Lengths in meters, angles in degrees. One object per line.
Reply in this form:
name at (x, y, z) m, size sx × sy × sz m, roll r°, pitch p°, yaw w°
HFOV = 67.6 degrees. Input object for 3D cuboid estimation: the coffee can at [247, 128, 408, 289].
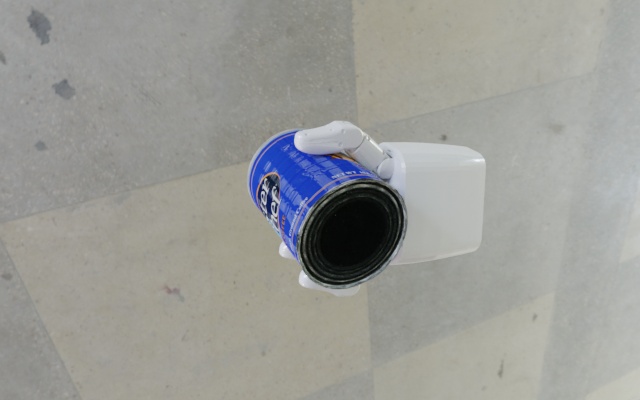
coffee can at (0.000, 0.001, 0.447) m, size 0.103 × 0.103 × 0.140 m, roll 0°, pitch 24°, yaw -26°
